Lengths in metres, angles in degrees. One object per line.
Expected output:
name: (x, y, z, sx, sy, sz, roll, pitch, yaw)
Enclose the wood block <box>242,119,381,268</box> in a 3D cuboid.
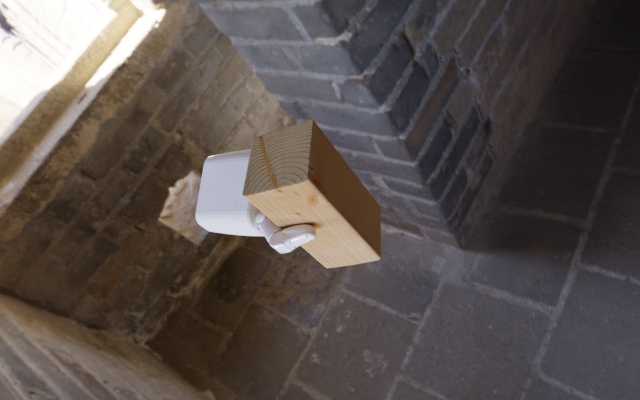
wood block: (0.000, 0.002, 0.626, 0.090, 0.090, 0.206, -13, -36, 26)
